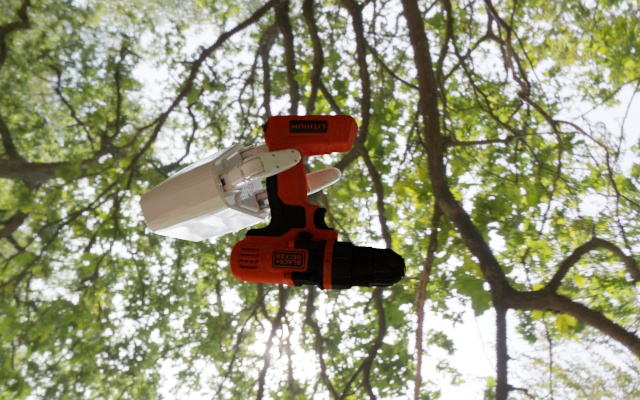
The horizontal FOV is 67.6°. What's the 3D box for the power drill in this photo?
[{"bbox_3d":[0.000,0.001,0.518,0.184,0.187,0.057,2,-16,6],"label":"power drill"}]
